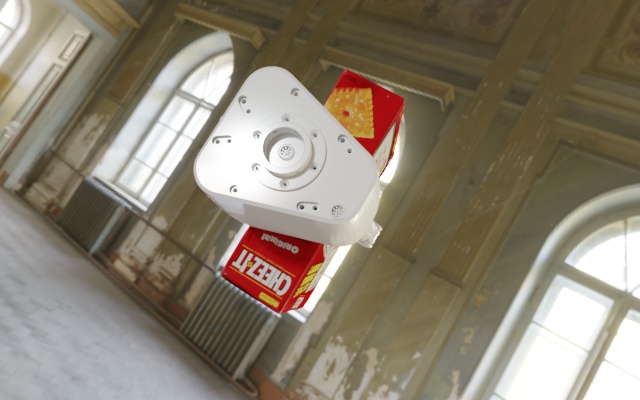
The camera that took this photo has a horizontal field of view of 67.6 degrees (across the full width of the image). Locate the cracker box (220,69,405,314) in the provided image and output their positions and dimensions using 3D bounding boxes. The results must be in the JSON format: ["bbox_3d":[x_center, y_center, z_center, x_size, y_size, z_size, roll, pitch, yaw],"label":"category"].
[{"bbox_3d":[0.000,0.002,0.483,0.072,0.213,0.164,30,-7,10],"label":"cracker box"}]
